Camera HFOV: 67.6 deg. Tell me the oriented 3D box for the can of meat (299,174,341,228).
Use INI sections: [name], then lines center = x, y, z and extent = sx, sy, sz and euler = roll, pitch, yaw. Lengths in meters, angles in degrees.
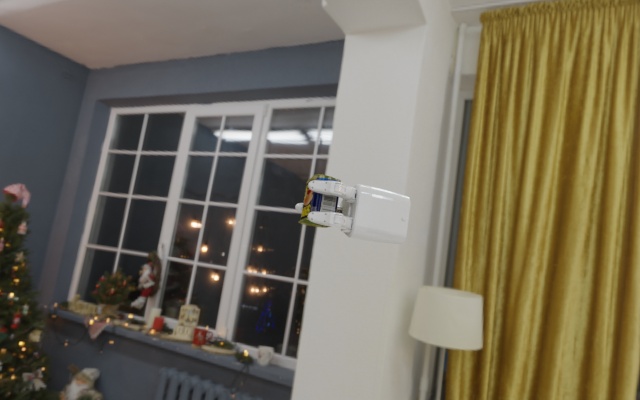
[can of meat]
center = 0.000, 0.003, 0.887
extent = 0.057, 0.084, 0.102
euler = 11, -9, -12
